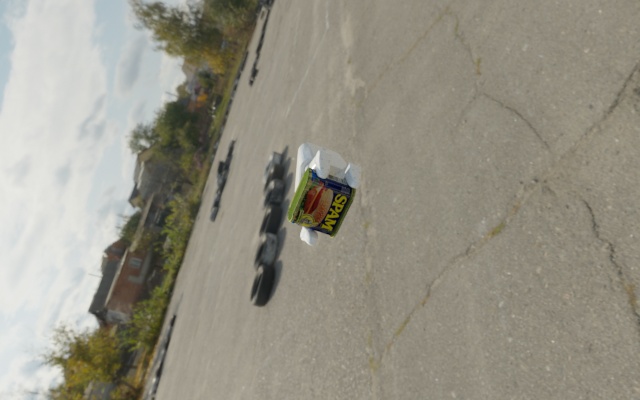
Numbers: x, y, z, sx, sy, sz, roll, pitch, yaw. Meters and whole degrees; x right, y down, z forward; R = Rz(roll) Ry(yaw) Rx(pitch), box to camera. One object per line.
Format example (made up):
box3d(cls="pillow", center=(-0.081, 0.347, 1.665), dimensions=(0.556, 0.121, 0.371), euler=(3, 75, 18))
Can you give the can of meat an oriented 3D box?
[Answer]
box3d(cls="can of meat", center=(0.000, 0.003, 0.802), dimensions=(0.084, 0.102, 0.057), euler=(19, 24, -14))
